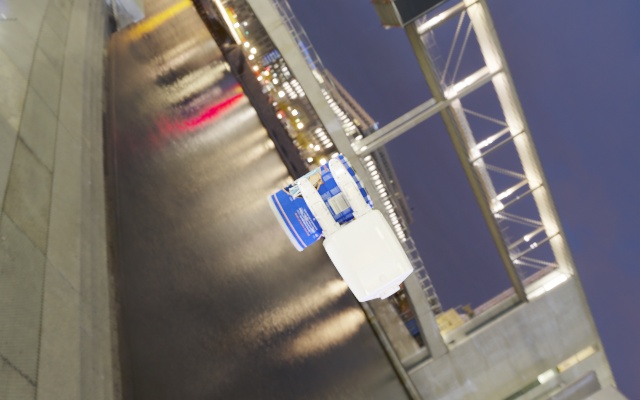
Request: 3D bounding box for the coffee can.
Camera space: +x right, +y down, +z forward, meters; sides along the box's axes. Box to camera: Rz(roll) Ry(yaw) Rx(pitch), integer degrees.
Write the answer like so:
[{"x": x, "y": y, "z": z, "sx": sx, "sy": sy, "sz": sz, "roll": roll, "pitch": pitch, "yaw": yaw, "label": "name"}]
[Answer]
[{"x": 0.000, "y": 0.002, "z": 0.771, "sx": 0.140, "sy": 0.103, "sz": 0.103, "roll": -31, "pitch": 0, "yaw": 0, "label": "coffee can"}]
